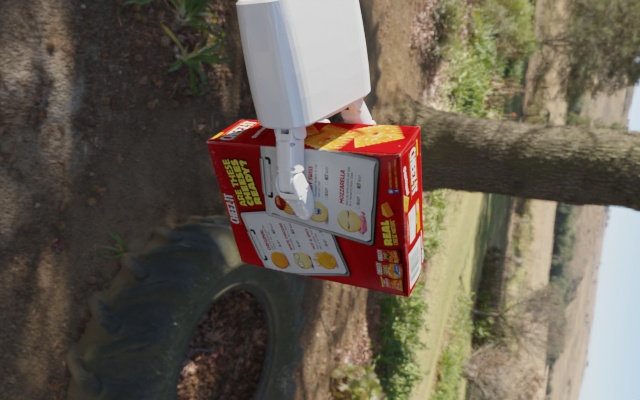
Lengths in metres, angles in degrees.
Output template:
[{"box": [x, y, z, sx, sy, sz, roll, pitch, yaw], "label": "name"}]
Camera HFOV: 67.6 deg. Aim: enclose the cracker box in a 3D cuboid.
[{"box": [0.000, 0.002, 0.514, 0.213, 0.164, 0.072, 7, 34, 27], "label": "cracker box"}]
